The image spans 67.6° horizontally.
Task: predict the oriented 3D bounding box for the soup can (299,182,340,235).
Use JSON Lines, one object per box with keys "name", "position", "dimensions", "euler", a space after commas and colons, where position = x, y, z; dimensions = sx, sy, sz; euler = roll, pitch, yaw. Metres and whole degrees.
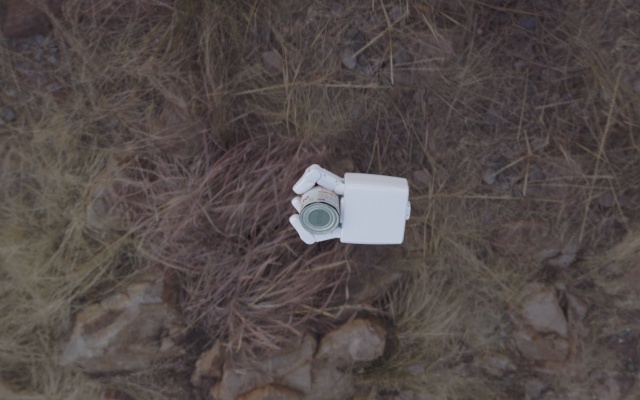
{"name": "soup can", "position": [0.000, 0.003, 0.813], "dimensions": [0.068, 0.068, 0.102], "euler": [0, 34, 2]}
